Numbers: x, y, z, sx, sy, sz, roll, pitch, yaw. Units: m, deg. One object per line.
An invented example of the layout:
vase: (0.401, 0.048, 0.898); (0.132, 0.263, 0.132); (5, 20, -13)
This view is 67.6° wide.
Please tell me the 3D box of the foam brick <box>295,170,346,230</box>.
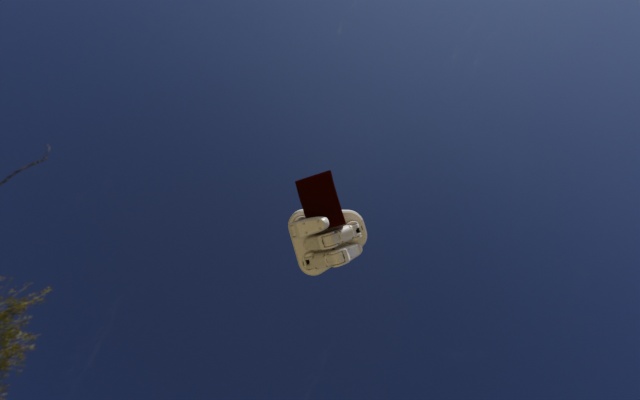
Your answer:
foam brick: (0.000, 0.002, 0.672); (0.053, 0.078, 0.051); (-16, 1, 2)
